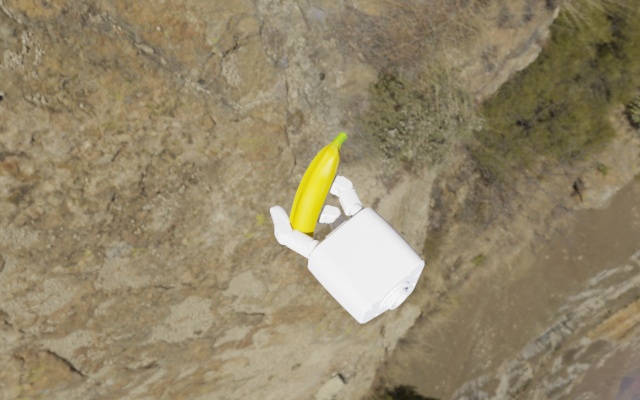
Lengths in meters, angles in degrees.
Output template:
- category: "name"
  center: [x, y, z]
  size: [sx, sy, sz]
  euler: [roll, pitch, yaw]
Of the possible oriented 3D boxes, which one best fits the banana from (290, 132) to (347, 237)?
- category: "banana"
  center: [-0.010, 0.004, 0.653]
  size: [0.037, 0.198, 0.069]
  euler: [36, 32, 23]
